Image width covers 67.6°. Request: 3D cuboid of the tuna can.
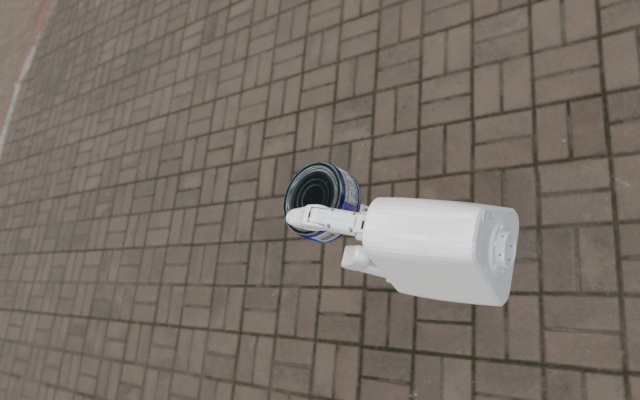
[{"bbox_3d":[0.000,0.002,0.520,0.086,0.086,0.034,0,-16,42],"label":"tuna can"}]
